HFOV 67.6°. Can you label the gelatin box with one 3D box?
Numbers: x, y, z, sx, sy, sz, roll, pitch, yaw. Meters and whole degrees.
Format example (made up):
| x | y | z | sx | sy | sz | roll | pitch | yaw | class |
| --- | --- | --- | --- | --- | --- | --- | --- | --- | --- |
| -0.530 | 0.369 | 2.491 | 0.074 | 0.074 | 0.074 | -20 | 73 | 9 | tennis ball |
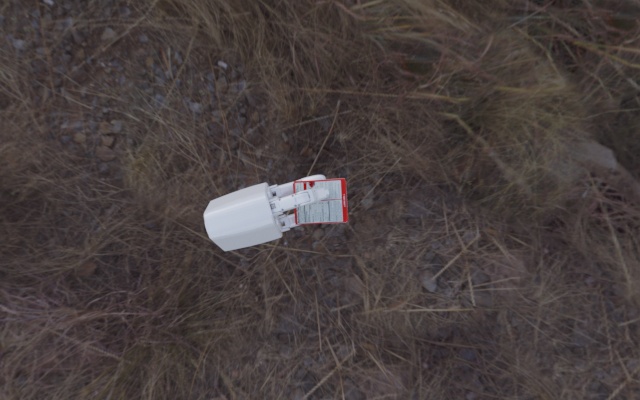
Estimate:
| x | y | z | sx | sy | sz | roll | pitch | yaw | class |
| --- | --- | --- | --- | --- | --- | --- | --- | --- | --- |
| 0.000 | 0.003 | 0.798 | 0.089 | 0.073 | 0.030 | -3 | -3 | 3 | gelatin box |
